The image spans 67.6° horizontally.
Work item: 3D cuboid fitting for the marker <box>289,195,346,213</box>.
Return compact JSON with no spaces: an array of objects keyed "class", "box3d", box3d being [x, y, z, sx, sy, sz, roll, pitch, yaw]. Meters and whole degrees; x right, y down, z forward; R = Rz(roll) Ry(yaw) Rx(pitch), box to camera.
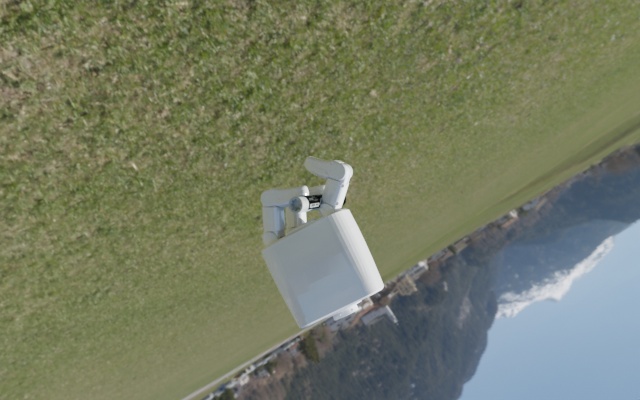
[{"class":"marker","box3d":[0.000,0.002,0.583,0.020,0.020,0.121,0,3,27]}]
